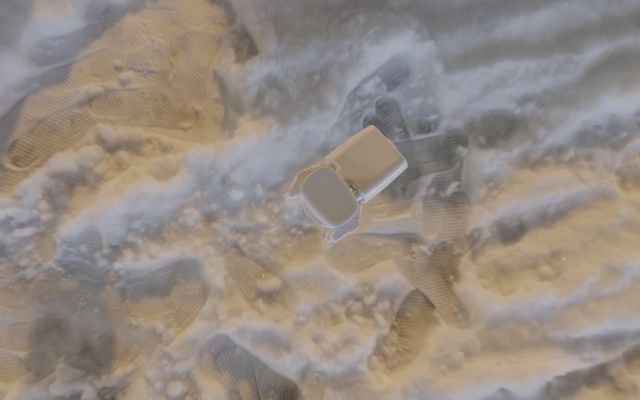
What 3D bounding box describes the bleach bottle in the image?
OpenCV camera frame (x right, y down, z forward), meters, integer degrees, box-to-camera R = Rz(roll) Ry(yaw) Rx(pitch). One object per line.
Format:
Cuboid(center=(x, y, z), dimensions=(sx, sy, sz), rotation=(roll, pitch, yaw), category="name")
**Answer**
Cuboid(center=(0.000, 0.003, 0.879), dimensions=(0.068, 0.102, 0.251), rotation=(-39, 2, -8), category="bleach bottle")
